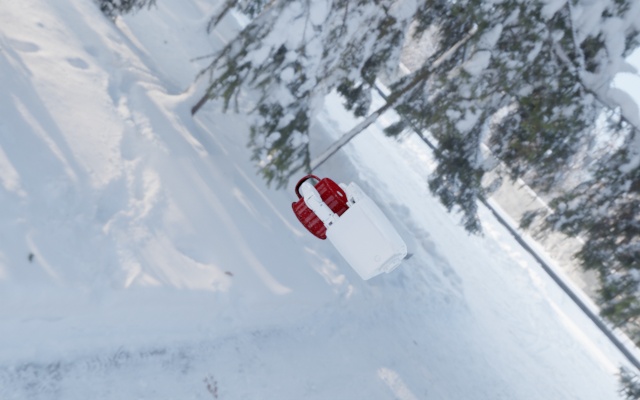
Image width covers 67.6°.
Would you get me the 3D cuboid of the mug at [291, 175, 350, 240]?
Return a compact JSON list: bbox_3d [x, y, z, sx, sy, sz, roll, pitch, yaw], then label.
[{"bbox_3d":[-0.001,0.002,0.885,0.081,0.117,0.093,-43,-19,14],"label":"mug"}]
